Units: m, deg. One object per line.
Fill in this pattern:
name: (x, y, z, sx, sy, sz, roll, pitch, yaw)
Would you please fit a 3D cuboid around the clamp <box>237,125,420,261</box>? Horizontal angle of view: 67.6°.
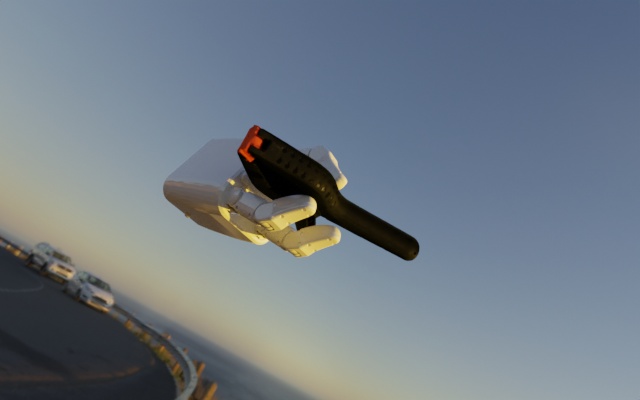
clamp: (0.000, 0.001, 0.484, 0.164, 0.036, 0.210, 7, -28, 36)
